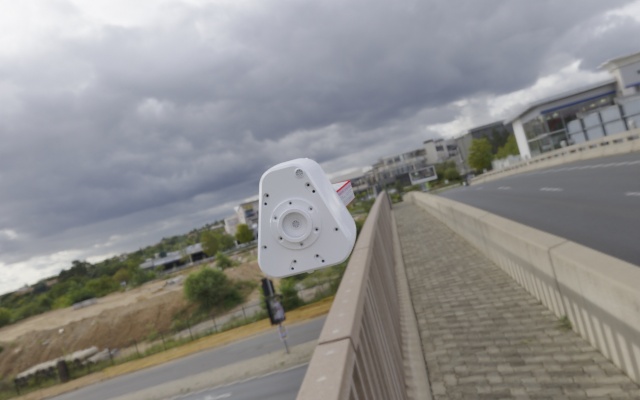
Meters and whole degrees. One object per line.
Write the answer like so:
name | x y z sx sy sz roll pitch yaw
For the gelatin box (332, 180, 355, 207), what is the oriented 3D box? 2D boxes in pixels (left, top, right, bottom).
gelatin box | 0.000 0.002 0.638 0.073 0.030 0.089 -13 10 18
